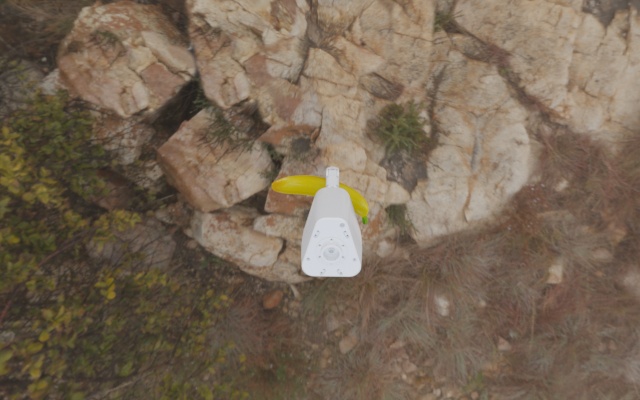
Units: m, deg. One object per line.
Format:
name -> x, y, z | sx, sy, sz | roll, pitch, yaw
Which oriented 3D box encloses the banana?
banana -> 0.011, -0.010, 0.874 | 0.198, 0.070, 0.037 | 22, 33, -10
